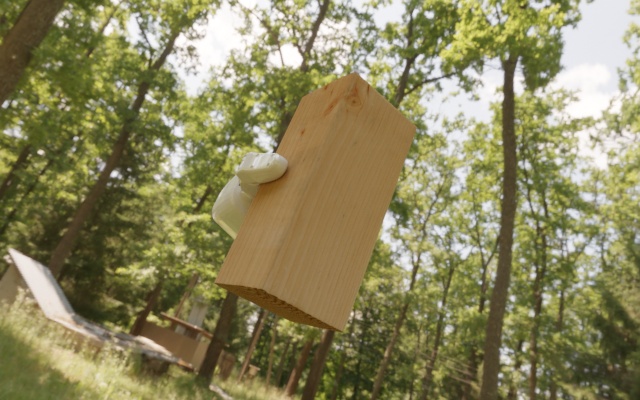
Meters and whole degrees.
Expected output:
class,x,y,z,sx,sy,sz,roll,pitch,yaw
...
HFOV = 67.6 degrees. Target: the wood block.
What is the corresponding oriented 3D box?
class,x,y,z,sx,sy,sz,roll,pitch,yaw
wood block,0.000,0.001,0.437,0.091,0.206,0.090,34,-23,-28
